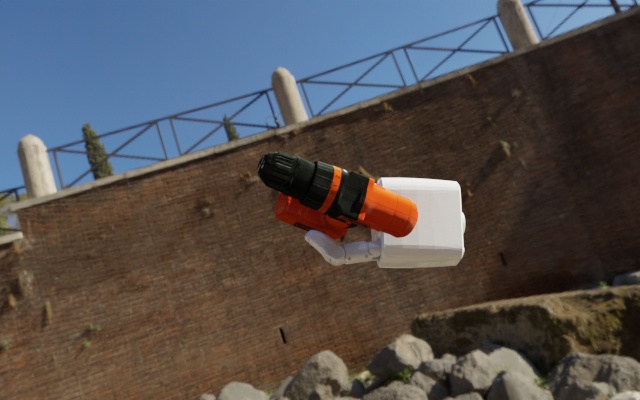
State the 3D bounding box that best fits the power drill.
[{"bbox_3d":[0.000,0.002,0.578,0.184,0.057,0.187,22,-11,-13],"label":"power drill"}]
